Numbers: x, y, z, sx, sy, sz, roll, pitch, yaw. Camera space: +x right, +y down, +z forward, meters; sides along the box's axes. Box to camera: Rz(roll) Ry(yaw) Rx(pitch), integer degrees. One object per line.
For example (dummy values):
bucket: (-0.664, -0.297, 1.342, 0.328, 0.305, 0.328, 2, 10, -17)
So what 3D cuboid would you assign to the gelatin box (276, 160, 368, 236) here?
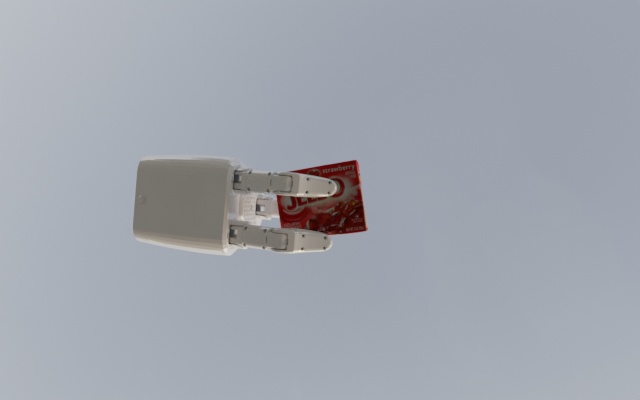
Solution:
gelatin box: (0.000, 0.002, 0.493, 0.089, 0.073, 0.030, -8, -2, 8)
